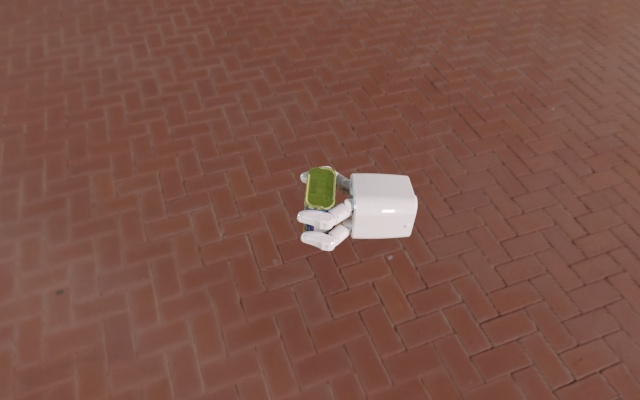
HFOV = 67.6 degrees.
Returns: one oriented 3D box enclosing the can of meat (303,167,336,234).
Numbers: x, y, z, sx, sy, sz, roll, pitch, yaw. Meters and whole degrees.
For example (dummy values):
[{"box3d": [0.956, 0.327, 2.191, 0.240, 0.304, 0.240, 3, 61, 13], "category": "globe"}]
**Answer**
[{"box3d": [0.000, 0.002, 0.851, 0.057, 0.102, 0.084, 3, -41, 1], "category": "can of meat"}]
